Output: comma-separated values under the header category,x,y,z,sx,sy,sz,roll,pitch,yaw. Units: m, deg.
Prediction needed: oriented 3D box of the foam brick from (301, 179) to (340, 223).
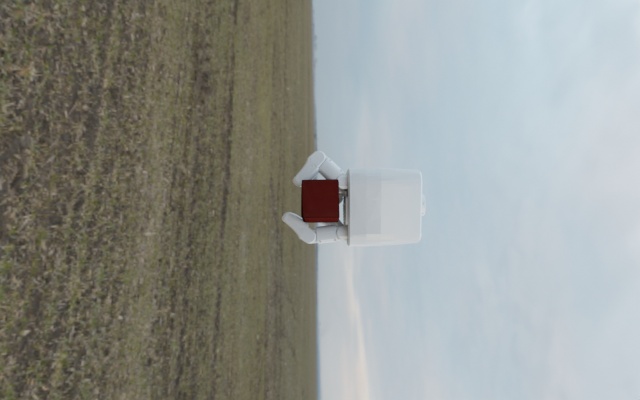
category,x,y,z,sx,sy,sz,roll,pitch,yaw
foam brick,0.000,0.002,0.668,0.051,0.053,0.078,0,-7,0
